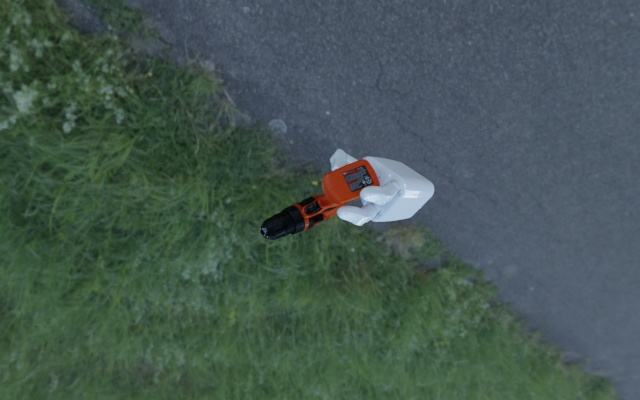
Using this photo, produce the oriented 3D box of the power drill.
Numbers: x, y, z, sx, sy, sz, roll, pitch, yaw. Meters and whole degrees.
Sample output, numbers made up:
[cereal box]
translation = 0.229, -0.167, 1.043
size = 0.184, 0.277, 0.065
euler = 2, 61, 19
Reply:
[power drill]
translation = 0.001, 0.002, 0.821
size = 0.184, 0.057, 0.188
euler = -25, -6, -34
